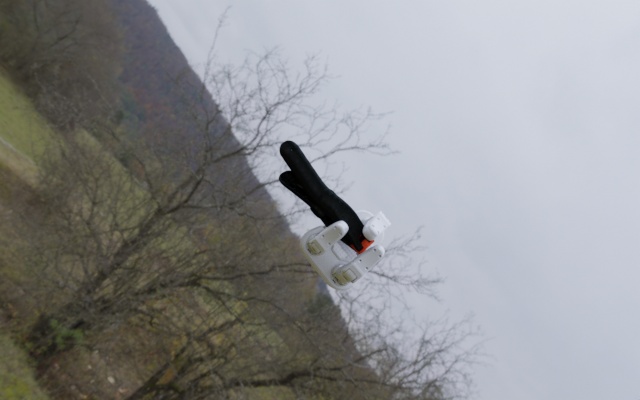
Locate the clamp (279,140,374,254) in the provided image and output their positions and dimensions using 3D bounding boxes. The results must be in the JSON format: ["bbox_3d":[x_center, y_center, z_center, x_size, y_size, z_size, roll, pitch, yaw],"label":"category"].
[{"bbox_3d":[0.001,0.002,0.641,0.039,0.171,0.120,-39,-1,-10],"label":"clamp"}]
